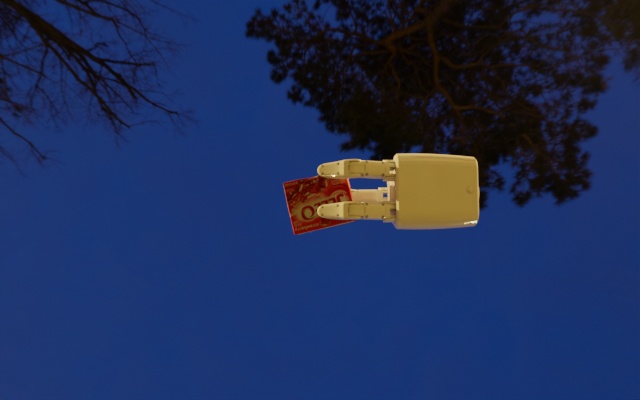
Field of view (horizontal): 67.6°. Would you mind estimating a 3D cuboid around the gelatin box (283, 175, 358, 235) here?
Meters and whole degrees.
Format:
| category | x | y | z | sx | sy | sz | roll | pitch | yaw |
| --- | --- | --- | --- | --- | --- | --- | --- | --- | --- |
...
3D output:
| category | x | y | z | sx | sy | sz | roll | pitch | yaw |
| --- | --- | --- | --- | --- | --- | --- | --- | --- | --- |
| gelatin box | 0.000 | 0.002 | 0.654 | 0.089 | 0.073 | 0.030 | -13 | -5 | 4 |
